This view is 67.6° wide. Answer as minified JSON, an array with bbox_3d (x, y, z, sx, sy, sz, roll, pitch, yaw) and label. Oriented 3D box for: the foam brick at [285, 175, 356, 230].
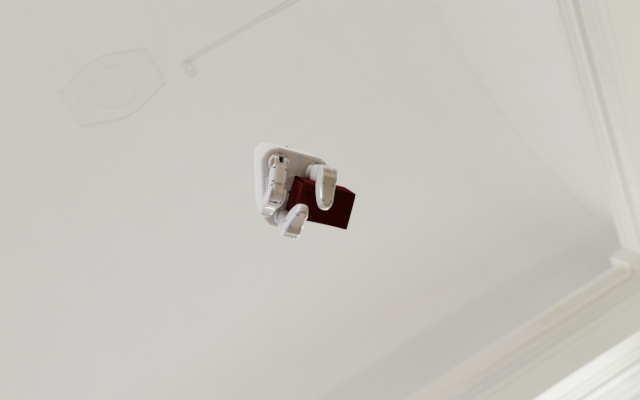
[{"bbox_3d":[0.000,0.002,0.654,0.078,0.053,0.051,14,8,-19],"label":"foam brick"}]
